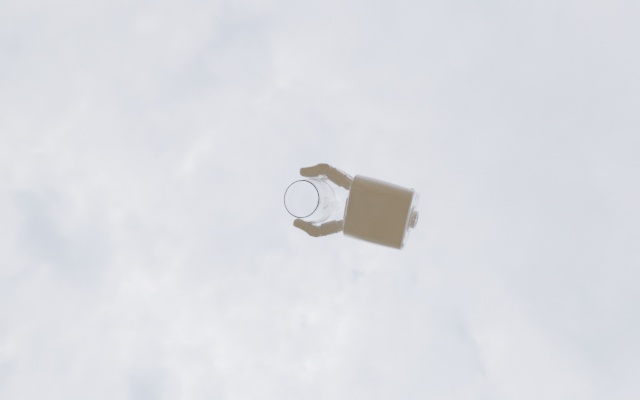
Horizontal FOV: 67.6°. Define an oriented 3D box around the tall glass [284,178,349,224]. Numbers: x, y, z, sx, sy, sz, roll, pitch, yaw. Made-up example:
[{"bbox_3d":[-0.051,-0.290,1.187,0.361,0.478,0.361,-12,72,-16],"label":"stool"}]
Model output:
[{"bbox_3d":[0.000,0.003,0.860,0.079,0.079,0.201,0,-3,19],"label":"tall glass"}]
